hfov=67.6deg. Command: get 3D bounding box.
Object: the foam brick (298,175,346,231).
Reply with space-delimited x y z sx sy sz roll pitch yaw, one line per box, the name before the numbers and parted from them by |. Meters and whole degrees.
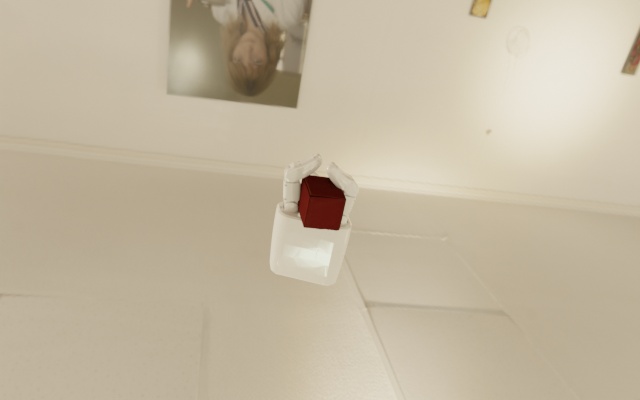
foam brick | 0.000 0.002 0.684 0.053 0.051 0.078 7 23 -13
